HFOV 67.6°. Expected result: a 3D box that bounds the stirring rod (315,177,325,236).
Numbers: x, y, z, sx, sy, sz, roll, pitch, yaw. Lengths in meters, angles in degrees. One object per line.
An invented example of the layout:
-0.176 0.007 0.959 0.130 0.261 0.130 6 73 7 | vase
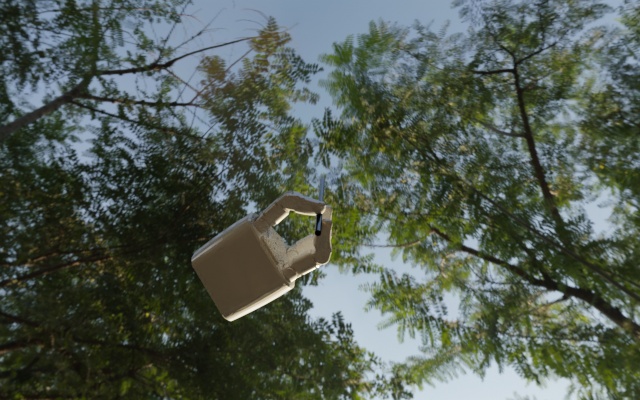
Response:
0.000 0.002 0.695 0.011 0.011 0.239 0 18 2 | stirring rod
